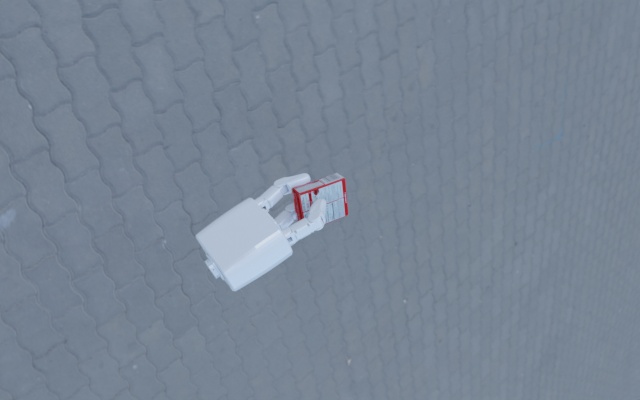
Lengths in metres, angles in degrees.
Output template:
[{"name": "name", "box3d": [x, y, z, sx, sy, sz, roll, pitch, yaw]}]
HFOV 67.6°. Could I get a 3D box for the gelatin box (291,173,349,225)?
[{"name": "gelatin box", "box3d": [0.001, 0.003, 0.790, 0.089, 0.073, 0.030, -20, 32, -21]}]
